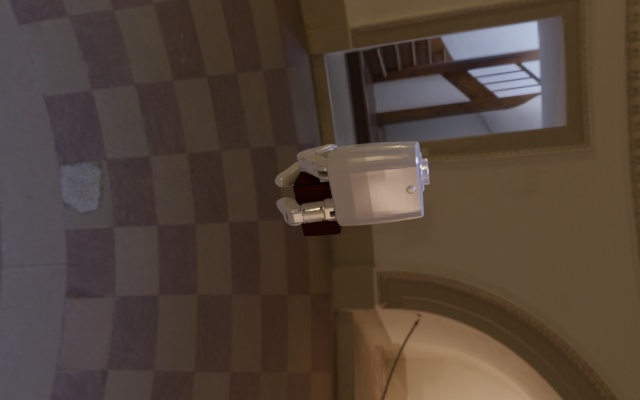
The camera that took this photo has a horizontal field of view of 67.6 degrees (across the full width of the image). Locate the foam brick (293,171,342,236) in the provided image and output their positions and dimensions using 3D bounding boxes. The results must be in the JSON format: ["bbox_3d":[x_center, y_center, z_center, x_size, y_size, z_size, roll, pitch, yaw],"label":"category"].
[{"bbox_3d":[0.000,0.002,0.639,0.051,0.078,0.053,-5,26,14],"label":"foam brick"}]
